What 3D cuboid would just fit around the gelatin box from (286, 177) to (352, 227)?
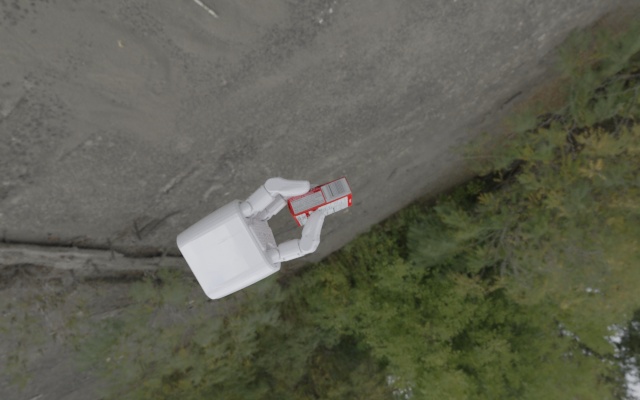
[{"bbox_3d":[0.001,0.003,0.682,0.089,0.030,0.073,-21,-14,-1],"label":"gelatin box"}]
